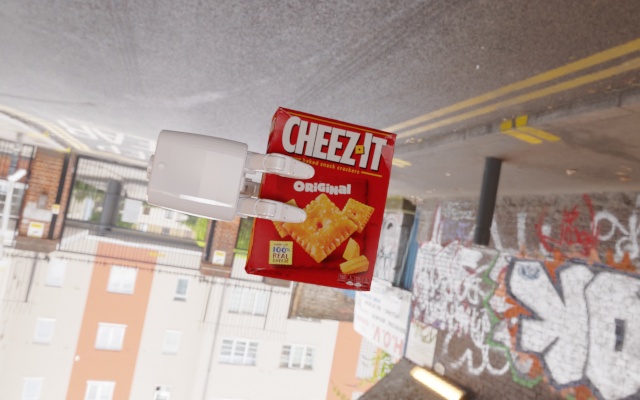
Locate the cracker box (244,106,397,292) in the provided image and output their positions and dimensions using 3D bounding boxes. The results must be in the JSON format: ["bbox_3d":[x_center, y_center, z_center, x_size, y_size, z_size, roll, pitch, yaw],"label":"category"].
[{"bbox_3d":[0.000,0.002,0.627,0.164,0.213,0.072,11,-4,-12],"label":"cracker box"}]
